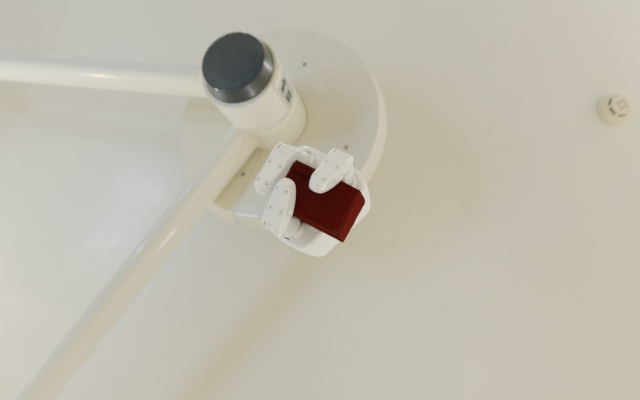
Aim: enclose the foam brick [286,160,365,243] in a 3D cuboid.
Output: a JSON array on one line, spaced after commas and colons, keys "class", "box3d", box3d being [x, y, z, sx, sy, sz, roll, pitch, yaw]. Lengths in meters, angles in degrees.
[{"class": "foam brick", "box3d": [0.000, 0.002, 0.496, 0.078, 0.053, 0.051, 27, -6, 17]}]
